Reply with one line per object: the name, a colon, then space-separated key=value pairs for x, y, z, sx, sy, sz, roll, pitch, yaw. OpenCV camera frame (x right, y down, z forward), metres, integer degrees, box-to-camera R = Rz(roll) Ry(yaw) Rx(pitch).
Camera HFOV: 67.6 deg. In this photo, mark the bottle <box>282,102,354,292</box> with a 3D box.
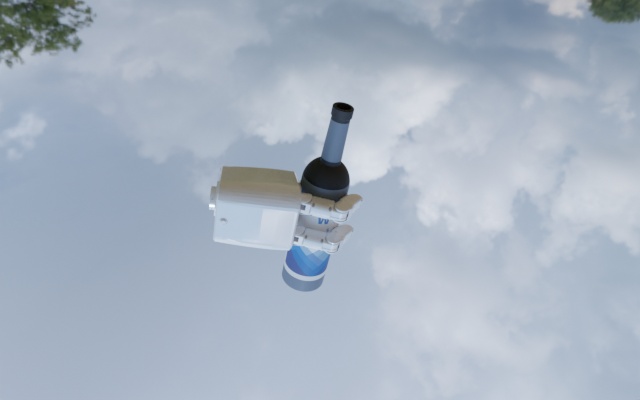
bottle: x=0.000 y=0.002 z=0.672 sx=0.069 sy=0.296 sz=0.069 roll=9 pitch=35 yaw=-6
